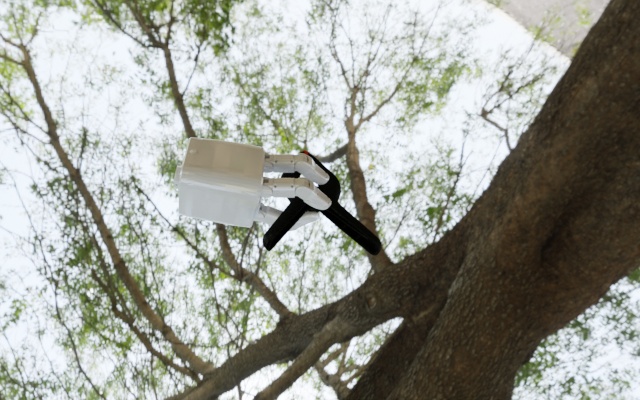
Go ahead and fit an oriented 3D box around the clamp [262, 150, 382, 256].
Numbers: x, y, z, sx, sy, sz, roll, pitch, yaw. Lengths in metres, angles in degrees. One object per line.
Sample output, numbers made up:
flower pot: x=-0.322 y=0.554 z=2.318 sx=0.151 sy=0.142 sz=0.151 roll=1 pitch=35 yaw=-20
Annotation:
clamp: x=0.000 y=0.002 z=0.702 sx=0.164 sy=0.036 sz=0.209 roll=10 pitch=40 yaw=-12
